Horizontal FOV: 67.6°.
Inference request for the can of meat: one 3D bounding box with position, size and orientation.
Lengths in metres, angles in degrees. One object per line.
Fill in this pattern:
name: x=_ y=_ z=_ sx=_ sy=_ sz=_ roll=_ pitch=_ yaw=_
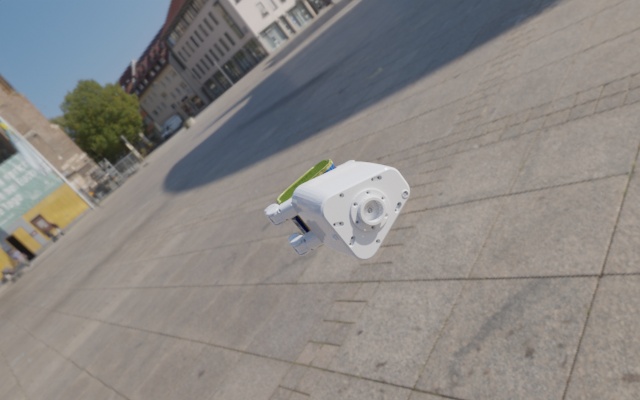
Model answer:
can of meat: x=0.000 y=0.002 z=0.685 sx=0.102 sy=0.084 sz=0.057 roll=-41 pitch=18 yaw=-7
